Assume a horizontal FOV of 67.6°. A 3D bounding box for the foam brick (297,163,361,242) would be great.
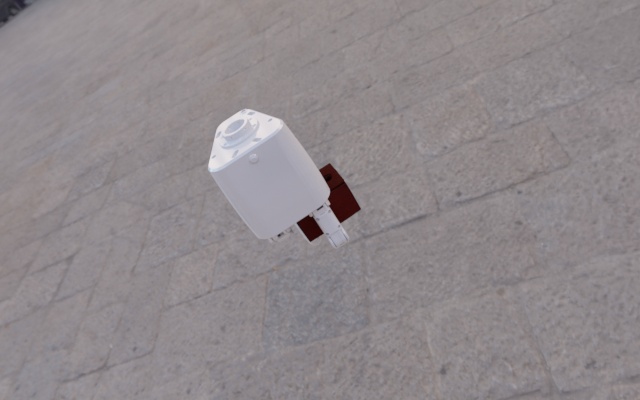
[{"bbox_3d":[0.000,0.002,0.589,0.078,0.051,0.053,-33,35,-1],"label":"foam brick"}]
